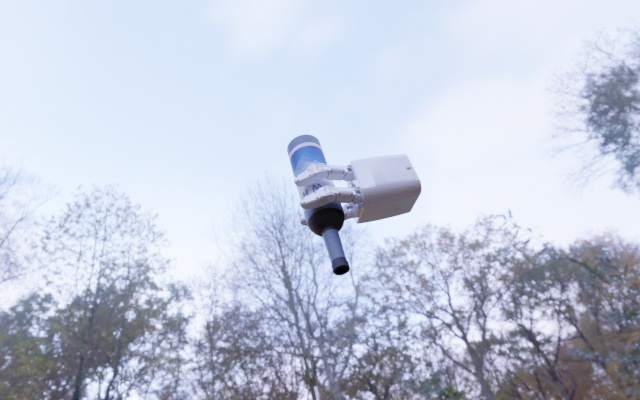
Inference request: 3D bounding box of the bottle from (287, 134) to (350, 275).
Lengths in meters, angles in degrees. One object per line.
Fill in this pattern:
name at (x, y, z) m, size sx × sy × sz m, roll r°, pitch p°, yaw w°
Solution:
bottle at (0.000, 0.003, 0.837) m, size 0.069 × 0.295 × 0.069 m, roll -10°, pitch -41°, yaw -9°
